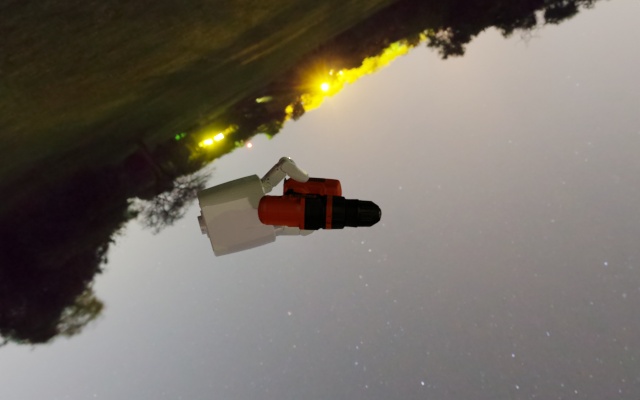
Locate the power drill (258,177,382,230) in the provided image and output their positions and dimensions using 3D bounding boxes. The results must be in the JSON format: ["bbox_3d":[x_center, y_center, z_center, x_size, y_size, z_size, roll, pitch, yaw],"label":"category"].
[{"bbox_3d":[0.000,0.003,0.780,0.184,0.057,0.187,4,10,0],"label":"power drill"}]
